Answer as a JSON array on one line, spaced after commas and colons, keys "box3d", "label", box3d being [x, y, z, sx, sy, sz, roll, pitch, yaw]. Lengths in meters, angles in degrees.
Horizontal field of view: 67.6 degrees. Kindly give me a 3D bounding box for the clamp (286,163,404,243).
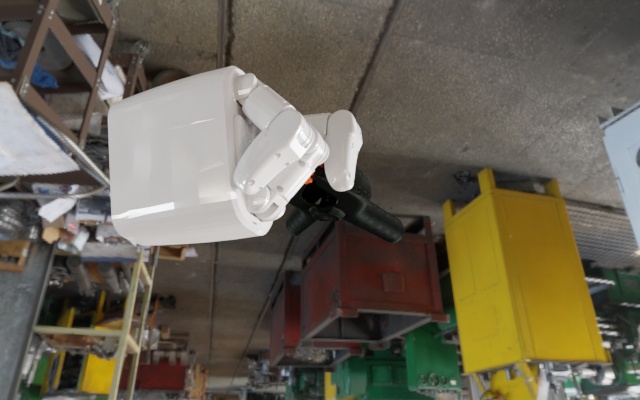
[{"box3d": [0.000, 0.002, 0.428, 0.120, 0.039, 0.171, -6, -28, 20], "label": "clamp"}]
